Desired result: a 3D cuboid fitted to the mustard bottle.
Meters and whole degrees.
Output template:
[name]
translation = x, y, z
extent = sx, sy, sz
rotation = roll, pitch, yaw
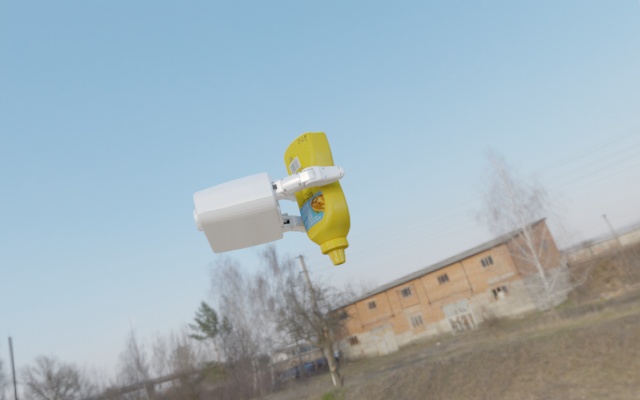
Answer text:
[mustard bottle]
translation = 0.000, 0.002, 0.701
extent = 0.058, 0.191, 0.096
rotation = -6, -20, -30
